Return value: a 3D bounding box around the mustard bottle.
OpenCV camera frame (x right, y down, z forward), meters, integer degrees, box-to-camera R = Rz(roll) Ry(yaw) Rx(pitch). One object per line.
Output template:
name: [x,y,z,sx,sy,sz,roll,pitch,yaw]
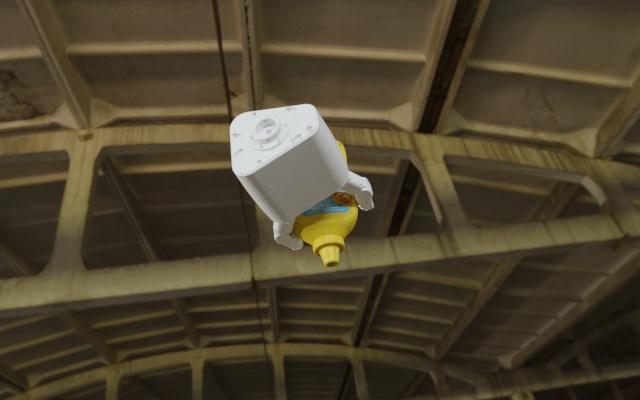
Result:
mustard bottle: [0.000,0.002,0.655,0.096,0.191,0.058,-4,-35,-9]
